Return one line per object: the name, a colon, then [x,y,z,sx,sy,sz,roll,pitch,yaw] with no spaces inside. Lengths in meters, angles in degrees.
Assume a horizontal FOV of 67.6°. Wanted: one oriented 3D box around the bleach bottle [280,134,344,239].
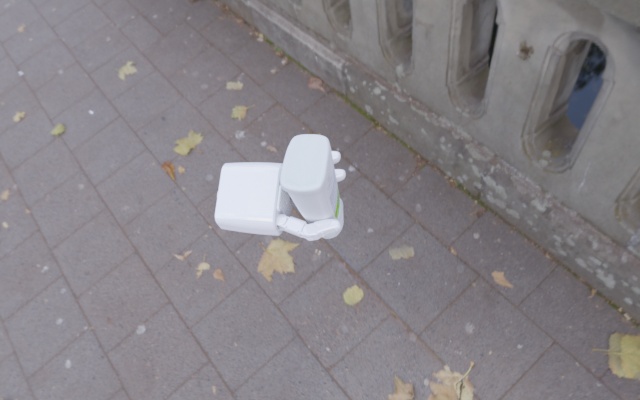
bleach bottle: [0.000,0.002,0.786,0.068,0.102,0.251,4,-28,13]
